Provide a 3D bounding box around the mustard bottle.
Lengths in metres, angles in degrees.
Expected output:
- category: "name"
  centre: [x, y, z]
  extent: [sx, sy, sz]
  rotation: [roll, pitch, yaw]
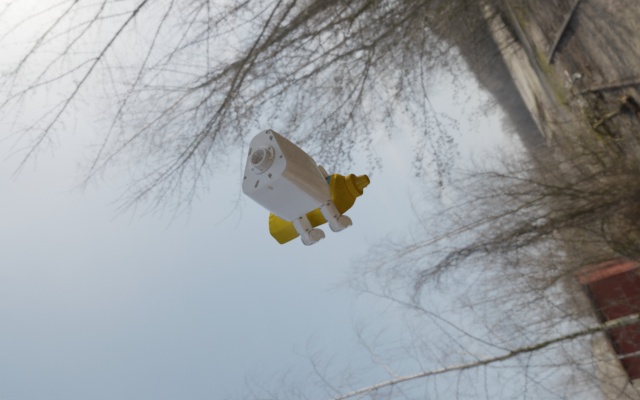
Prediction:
- category: "mustard bottle"
  centre: [0.000, 0.003, 0.828]
  extent: [0.192, 0.058, 0.096]
  rotation: [-27, 29, 25]
